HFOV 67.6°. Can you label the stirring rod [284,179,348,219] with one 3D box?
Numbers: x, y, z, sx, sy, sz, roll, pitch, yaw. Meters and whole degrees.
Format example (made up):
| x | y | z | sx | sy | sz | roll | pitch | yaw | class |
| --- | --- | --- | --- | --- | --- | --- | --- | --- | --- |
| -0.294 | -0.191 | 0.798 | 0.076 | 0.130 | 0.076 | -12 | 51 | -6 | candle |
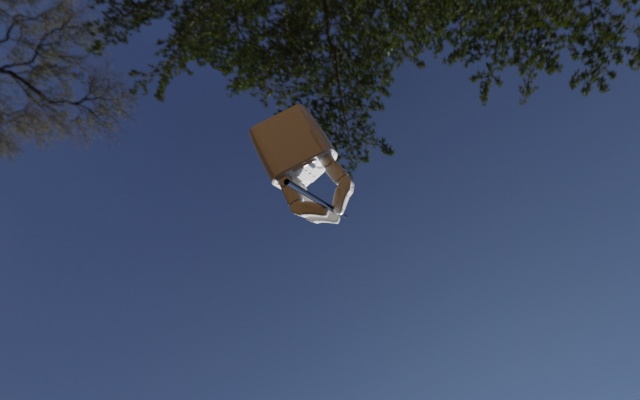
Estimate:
| x | y | z | sx | sy | sz | roll | pitch | yaw | class |
| --- | --- | --- | --- | --- | --- | --- | --- | --- | --- |
| 0.000 | 0.002 | 0.700 | 0.011 | 0.011 | 0.239 | 0 | -12 | 21 | stirring rod |
